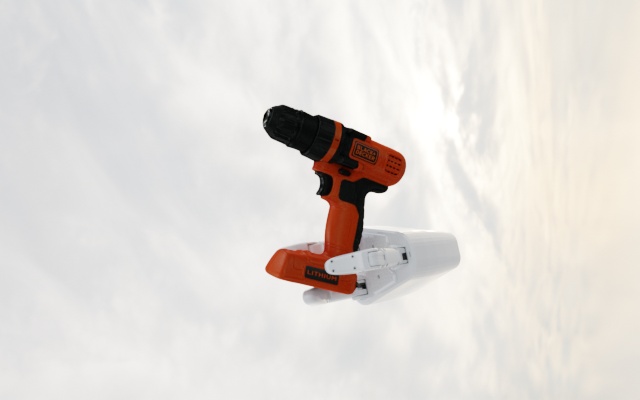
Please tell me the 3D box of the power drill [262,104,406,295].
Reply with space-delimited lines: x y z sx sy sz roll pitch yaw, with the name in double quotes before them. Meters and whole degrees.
"power drill" 0.000 0.002 0.540 0.184 0.187 0.057 19 -4 -24
